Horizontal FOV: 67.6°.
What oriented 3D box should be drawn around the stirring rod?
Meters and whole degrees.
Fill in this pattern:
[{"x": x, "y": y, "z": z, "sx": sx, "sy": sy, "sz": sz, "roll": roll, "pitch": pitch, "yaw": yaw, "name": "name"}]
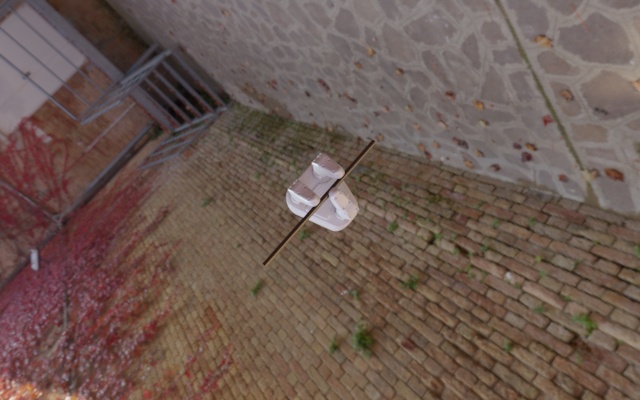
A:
[{"x": 0.000, "y": 0.002, "z": 0.688, "sx": 0.011, "sy": 0.239, "sz": 0.011, "roll": 41, "pitch": -8, "yaw": 7, "name": "stirring rod"}]
